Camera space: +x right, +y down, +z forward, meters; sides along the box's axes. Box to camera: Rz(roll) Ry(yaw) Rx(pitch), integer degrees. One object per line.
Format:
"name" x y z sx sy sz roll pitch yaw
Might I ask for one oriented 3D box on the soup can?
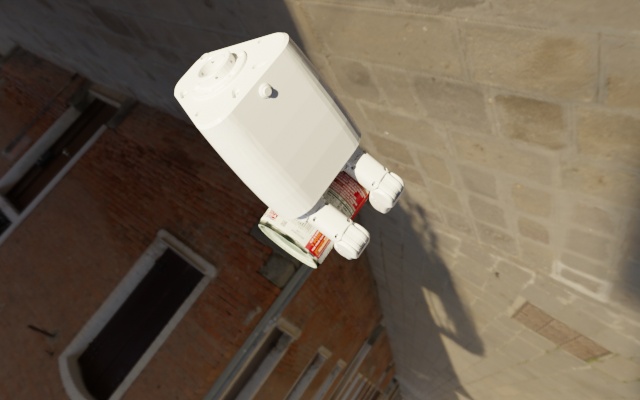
"soup can" 0.000 0.002 0.435 0.068 0.102 0.068 34 -14 10
